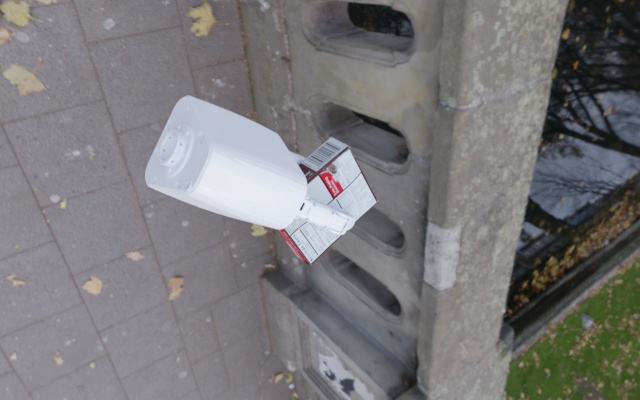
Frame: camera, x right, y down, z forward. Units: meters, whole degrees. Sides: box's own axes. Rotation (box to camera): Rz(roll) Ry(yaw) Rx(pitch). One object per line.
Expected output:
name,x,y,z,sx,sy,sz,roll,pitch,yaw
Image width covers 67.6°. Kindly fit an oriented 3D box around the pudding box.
pudding box,0.000,0.002,0.521,0.113,0.090,0.039,-41,39,-12
